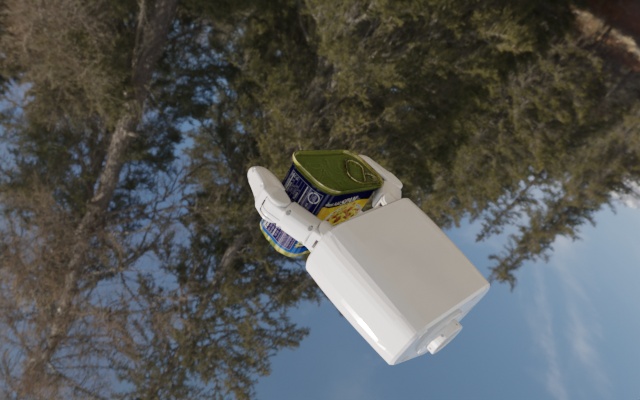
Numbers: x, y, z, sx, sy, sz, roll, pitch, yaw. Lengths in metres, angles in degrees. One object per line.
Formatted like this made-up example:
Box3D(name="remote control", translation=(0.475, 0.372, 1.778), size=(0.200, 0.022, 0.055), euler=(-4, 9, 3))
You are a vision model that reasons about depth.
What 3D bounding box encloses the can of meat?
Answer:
Box3D(name="can of meat", translation=(0.000, 0.002, 0.457), size=(0.057, 0.084, 0.102), euler=(45, 30, 24))
